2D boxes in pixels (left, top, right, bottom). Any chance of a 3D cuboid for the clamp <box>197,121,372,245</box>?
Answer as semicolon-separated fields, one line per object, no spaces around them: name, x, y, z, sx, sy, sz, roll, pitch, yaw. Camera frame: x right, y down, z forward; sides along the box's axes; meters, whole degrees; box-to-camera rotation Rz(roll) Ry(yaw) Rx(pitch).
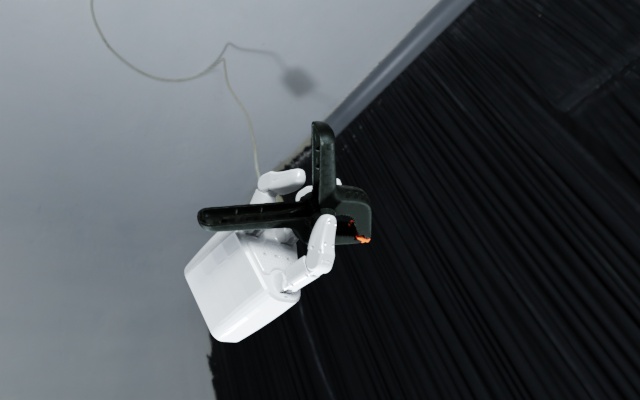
clamp;0.001;0.003;0.510;0.164;0.036;0.210;-39;-38;27
